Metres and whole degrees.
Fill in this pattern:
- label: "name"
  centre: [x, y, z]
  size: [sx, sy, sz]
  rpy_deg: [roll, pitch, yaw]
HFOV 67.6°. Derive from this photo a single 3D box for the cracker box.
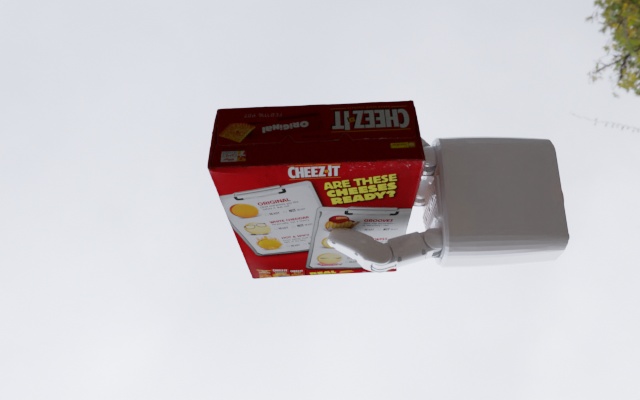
- label: "cracker box"
  centre: [0.000, 0.002, 0.457]
  size: [0.164, 0.072, 0.214]
  rpy_deg: [-3, -32, 1]
